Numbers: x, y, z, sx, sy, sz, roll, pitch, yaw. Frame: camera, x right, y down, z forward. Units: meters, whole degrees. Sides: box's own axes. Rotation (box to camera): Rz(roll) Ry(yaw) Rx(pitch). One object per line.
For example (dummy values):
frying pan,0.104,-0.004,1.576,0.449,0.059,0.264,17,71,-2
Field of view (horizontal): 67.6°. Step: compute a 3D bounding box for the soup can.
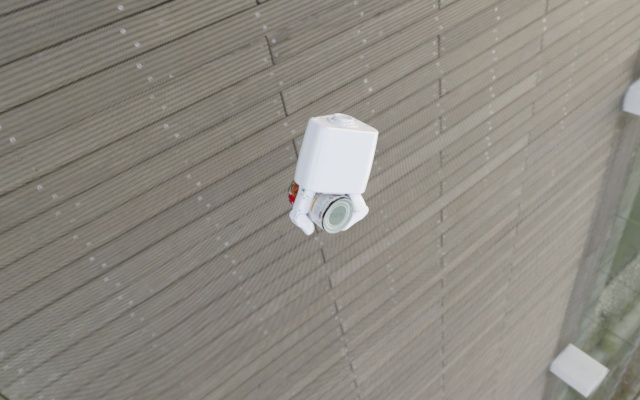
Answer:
soup can,0.000,0.003,0.805,0.068,0.068,0.102,0,26,-42
